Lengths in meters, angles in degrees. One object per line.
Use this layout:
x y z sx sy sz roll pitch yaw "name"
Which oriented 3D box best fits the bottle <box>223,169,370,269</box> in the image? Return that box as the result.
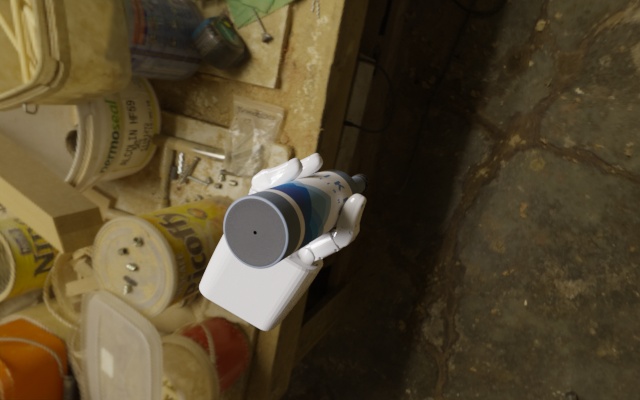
0.000 0.002 0.550 0.069 0.069 0.295 0 10 24 "bottle"
